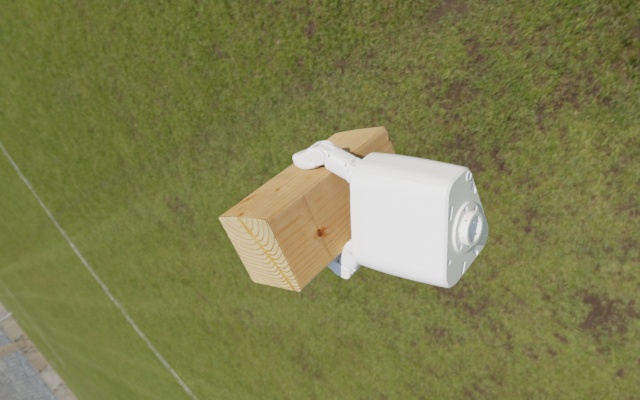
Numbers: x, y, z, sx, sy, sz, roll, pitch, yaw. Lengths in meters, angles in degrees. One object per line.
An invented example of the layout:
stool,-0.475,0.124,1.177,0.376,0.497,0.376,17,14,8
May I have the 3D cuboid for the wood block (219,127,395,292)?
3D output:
wood block,0.000,0.002,0.557,0.090,0.091,0.206,1,32,47
